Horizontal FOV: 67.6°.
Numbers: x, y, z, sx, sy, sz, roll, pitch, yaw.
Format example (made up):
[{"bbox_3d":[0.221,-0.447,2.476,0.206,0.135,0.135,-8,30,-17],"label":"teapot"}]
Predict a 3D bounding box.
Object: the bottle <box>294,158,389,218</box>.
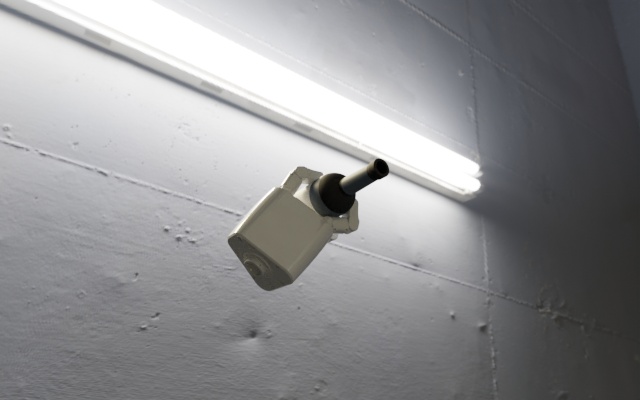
[{"bbox_3d":[0.000,0.002,0.749,0.069,0.069,0.296,0,-18,-36],"label":"bottle"}]
